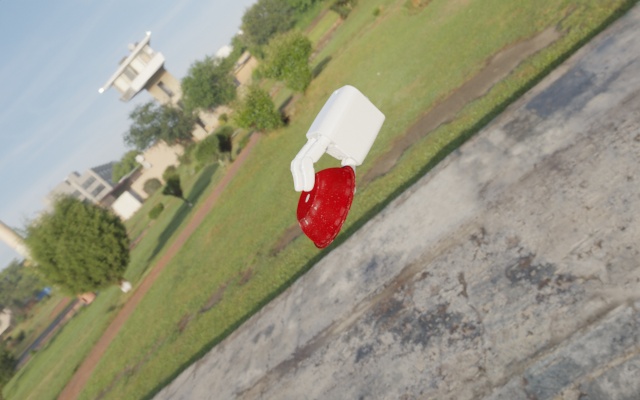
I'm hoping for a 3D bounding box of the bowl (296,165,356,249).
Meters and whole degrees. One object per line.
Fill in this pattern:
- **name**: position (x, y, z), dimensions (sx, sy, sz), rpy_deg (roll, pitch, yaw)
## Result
- **bowl**: position (-0.001, 0.004, 0.860), dimensions (0.055, 0.162, 0.162), rpy_deg (20, -7, -19)
